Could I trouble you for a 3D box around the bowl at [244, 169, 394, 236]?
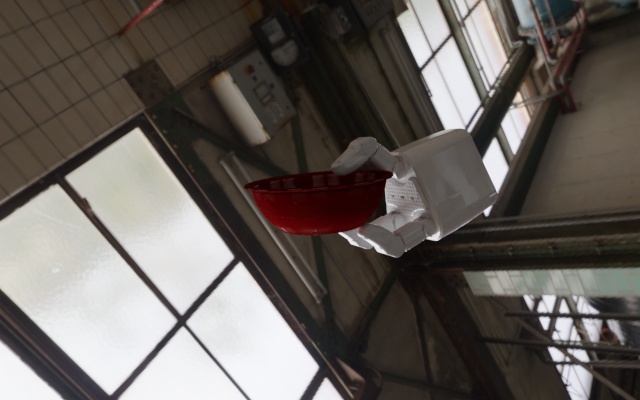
[{"bbox_3d":[-0.001,0.002,0.522,0.162,0.055,0.162,-4,8,1],"label":"bowl"}]
